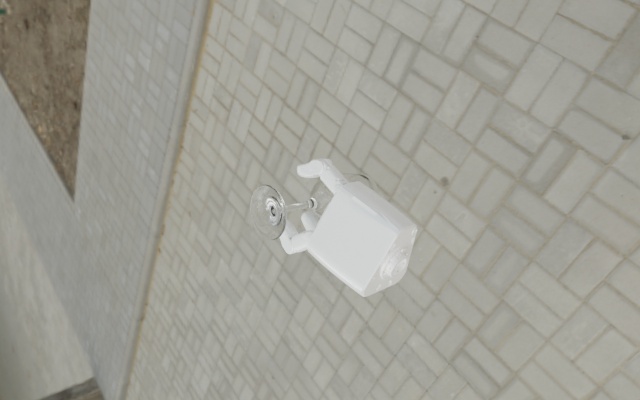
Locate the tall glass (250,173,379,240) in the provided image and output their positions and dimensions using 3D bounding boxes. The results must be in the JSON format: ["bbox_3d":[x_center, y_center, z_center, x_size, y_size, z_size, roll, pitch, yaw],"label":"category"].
[{"bbox_3d":[0.000,0.002,0.699,0.079,0.079,0.201,0,8,45],"label":"tall glass"}]
